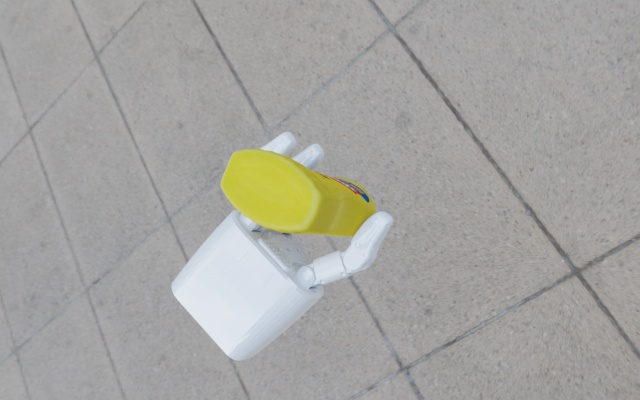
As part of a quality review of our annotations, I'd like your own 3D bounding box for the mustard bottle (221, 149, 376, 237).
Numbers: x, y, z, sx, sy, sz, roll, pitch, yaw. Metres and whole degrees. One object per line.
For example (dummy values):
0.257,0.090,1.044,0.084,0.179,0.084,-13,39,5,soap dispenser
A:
0.000,0.001,0.452,0.096,0.058,0.191,24,5,27,mustard bottle
